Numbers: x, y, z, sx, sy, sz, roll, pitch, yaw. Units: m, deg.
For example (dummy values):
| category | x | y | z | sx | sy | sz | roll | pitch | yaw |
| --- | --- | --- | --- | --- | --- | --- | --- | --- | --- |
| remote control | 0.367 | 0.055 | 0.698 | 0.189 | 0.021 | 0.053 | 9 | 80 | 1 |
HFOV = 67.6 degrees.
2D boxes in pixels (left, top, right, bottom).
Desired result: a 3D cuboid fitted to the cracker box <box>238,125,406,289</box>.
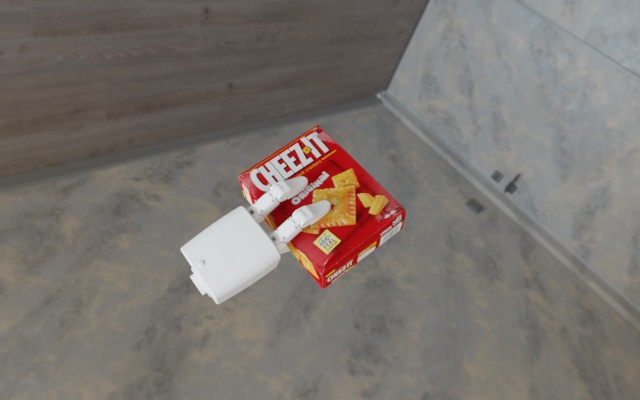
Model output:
| category | x | y | z | sx | sy | sz | roll | pitch | yaw |
| --- | --- | --- | --- | --- | --- | --- | --- | --- | --- |
| cracker box | 0.000 | 0.003 | 0.741 | 0.164 | 0.213 | 0.072 | -35 | -25 | -17 |
